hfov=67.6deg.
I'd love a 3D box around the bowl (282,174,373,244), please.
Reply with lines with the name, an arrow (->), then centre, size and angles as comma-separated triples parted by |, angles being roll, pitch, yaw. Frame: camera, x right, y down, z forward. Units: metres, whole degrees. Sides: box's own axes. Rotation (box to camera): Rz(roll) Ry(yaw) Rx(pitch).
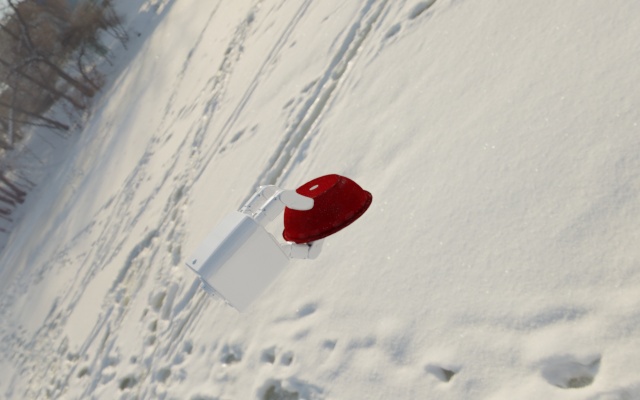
bowl -> 0.001, 0.001, 0.771 | 0.162, 0.055, 0.162 | -23, 19, 8
